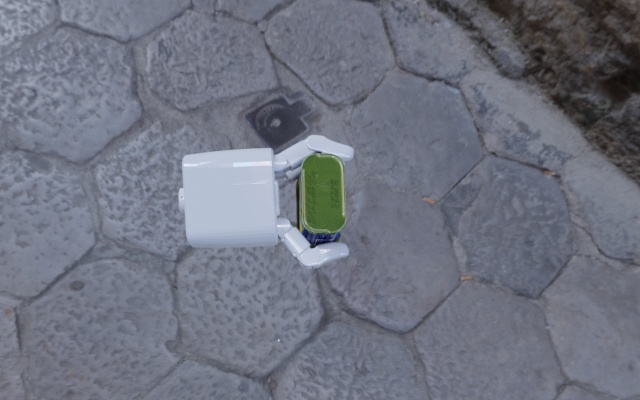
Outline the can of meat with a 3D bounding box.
[{"bbox_3d":[0.000,0.002,0.582,0.057,0.102,0.084,-1,-16,-5],"label":"can of meat"}]
